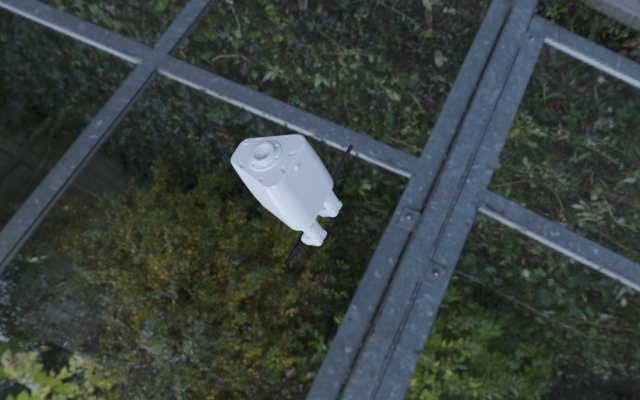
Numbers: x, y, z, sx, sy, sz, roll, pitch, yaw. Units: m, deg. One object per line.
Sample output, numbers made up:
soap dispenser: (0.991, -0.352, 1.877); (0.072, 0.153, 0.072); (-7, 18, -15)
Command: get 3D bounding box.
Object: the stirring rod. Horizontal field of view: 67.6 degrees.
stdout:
stirring rod: (0.000, 0.002, 0.796); (0.011, 0.239, 0.011); (25, -21, 10)
